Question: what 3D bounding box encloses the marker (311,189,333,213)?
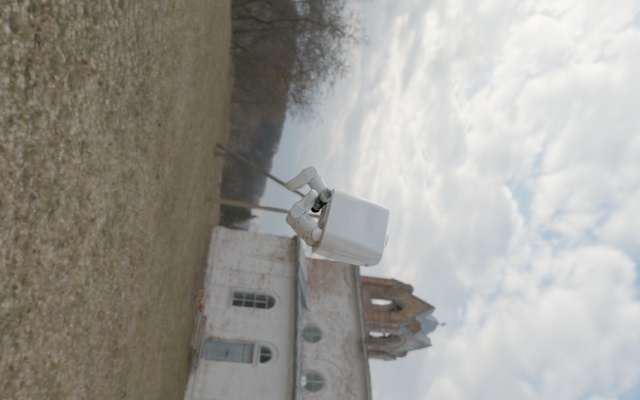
[{"bbox_3d":[0.000,0.003,0.784,0.020,0.020,0.121,0,-11,-10],"label":"marker"}]
